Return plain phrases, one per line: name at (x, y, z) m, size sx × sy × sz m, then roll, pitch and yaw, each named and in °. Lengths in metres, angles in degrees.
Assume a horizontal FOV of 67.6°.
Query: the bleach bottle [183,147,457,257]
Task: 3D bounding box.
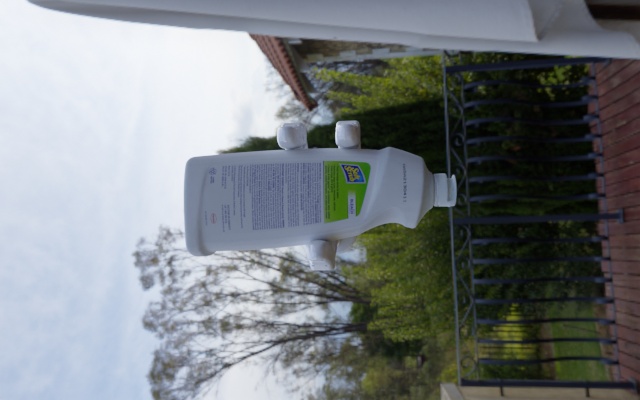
bleach bottle at (0.000, 0.001, 0.458) m, size 0.251 × 0.102 × 0.068 m, roll -1°, pitch 0°, yaw 7°
